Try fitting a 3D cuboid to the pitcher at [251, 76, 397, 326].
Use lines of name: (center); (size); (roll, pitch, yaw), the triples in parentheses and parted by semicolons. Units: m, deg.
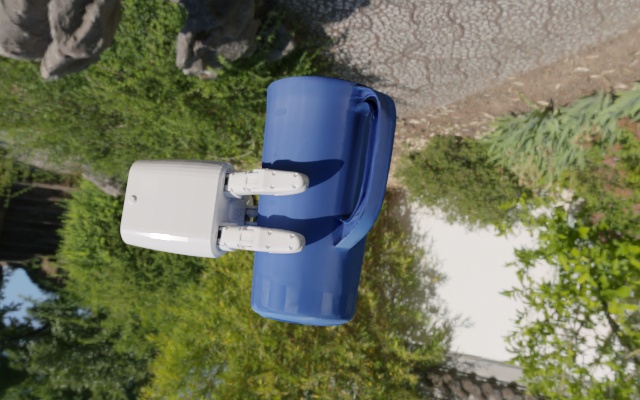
pitcher: (0.000, 0.002, 0.498); (0.145, 0.243, 0.149); (5, -7, 10)
